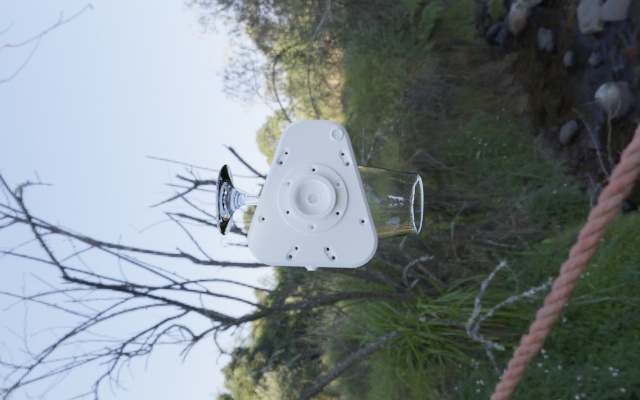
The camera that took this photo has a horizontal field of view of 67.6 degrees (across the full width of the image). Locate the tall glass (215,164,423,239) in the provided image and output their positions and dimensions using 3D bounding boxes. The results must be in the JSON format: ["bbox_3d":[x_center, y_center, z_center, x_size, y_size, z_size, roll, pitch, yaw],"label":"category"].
[{"bbox_3d":[-0.001,0.002,0.490,0.201,0.079,0.079,1,0,2],"label":"tall glass"}]
